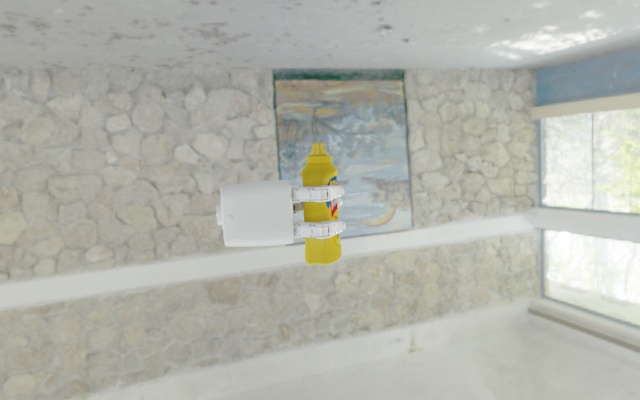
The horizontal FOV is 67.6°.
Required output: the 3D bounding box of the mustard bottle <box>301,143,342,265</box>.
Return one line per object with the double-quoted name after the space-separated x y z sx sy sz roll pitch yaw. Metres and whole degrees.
0.000 0.003 0.778 0.058 0.191 0.096 -2 6 15 "mustard bottle"
